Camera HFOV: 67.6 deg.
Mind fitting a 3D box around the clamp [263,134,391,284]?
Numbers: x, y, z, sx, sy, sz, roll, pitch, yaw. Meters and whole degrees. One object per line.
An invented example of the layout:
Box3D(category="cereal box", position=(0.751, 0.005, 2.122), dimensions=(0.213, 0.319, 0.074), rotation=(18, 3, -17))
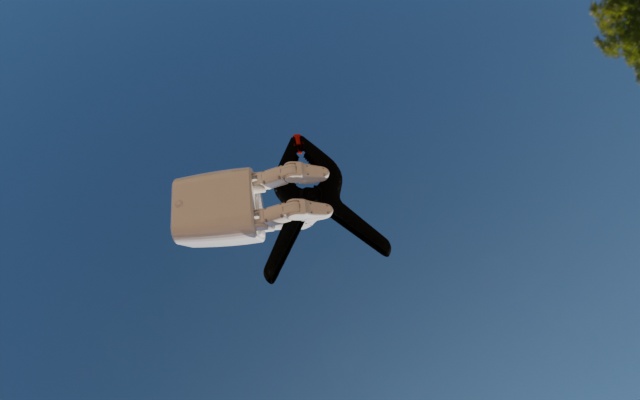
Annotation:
Box3D(category="clamp", position=(0.000, 0.002, 0.644), dimensions=(0.164, 0.210, 0.036), rotation=(-6, -26, -2))
